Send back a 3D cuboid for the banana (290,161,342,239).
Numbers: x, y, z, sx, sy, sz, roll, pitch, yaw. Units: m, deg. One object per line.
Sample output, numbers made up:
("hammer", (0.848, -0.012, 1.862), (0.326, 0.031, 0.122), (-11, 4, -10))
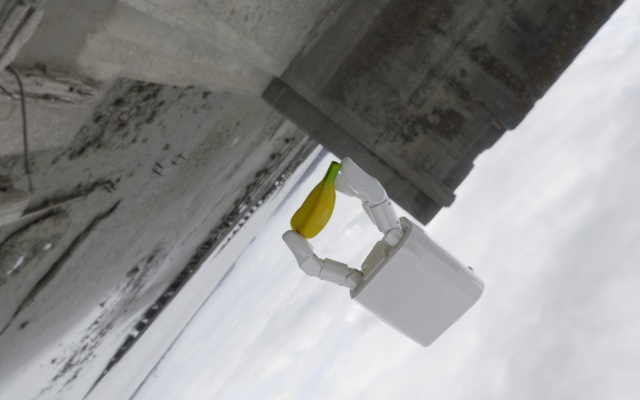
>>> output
("banana", (-0.009, 0.016, 0.573), (0.037, 0.069, 0.198), (35, -18, -2))
